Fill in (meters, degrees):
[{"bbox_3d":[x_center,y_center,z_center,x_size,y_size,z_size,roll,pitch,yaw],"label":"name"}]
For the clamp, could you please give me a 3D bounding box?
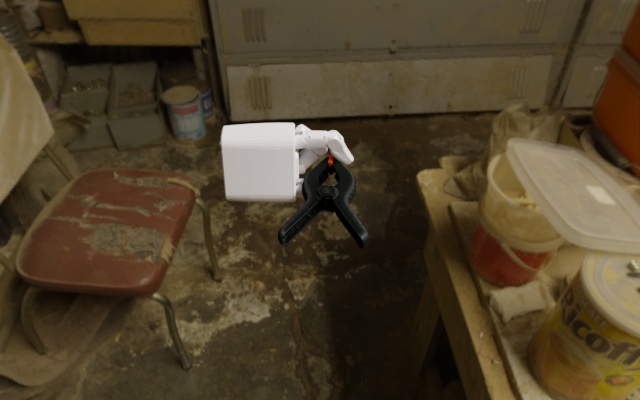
[{"bbox_3d":[0.000,0.002,0.674,0.120,0.039,0.171,-1,43,-4],"label":"clamp"}]
